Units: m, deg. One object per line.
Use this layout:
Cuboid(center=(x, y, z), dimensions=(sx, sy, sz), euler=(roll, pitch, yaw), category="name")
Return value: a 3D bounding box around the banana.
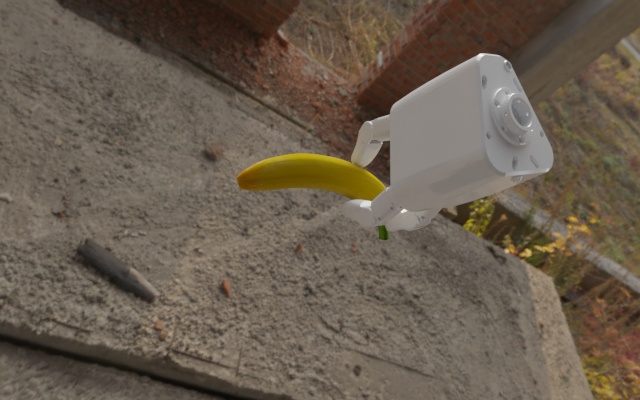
Cuboid(center=(0.009, -0.015, 0.527), dimensions=(0.198, 0.069, 0.037), euler=(21, -5, -22), category="banana")
